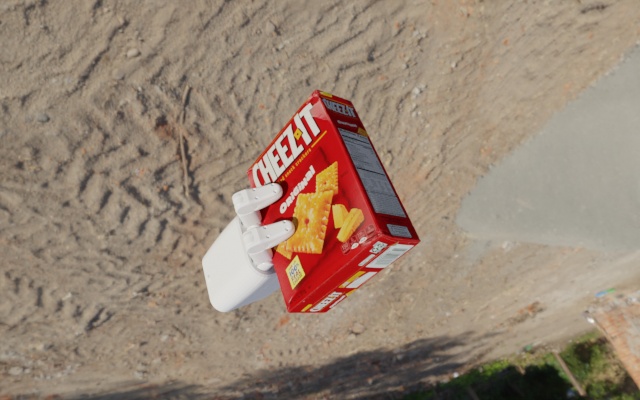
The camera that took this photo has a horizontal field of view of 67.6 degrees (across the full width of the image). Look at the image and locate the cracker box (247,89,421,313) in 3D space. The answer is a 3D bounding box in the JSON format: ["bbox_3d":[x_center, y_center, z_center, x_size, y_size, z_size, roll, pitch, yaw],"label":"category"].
[{"bbox_3d":[0.000,0.002,0.571,0.072,0.213,0.164,11,-43,-42],"label":"cracker box"}]
